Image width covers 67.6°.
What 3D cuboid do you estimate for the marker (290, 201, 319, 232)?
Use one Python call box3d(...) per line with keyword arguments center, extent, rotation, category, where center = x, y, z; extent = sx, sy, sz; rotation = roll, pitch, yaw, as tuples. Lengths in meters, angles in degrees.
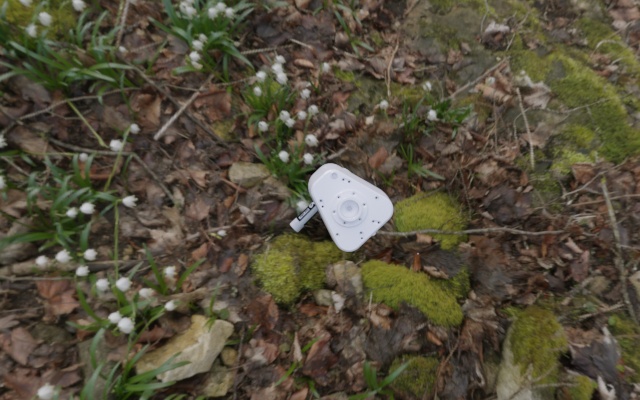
box3d(center=(0.000, 0.002, 0.764), extent=(0.121, 0.020, 0.020), rotation=(-44, -4, 4), category="marker")
